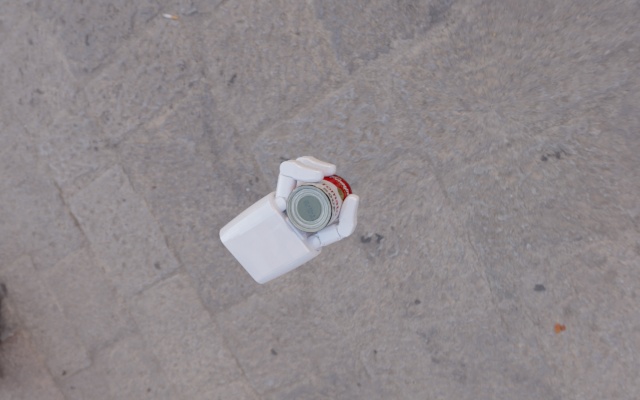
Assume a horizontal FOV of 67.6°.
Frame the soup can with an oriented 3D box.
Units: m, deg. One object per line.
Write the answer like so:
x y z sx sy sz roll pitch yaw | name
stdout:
0.000 0.002 0.680 0.068 0.068 0.102 0 10 20 | soup can
